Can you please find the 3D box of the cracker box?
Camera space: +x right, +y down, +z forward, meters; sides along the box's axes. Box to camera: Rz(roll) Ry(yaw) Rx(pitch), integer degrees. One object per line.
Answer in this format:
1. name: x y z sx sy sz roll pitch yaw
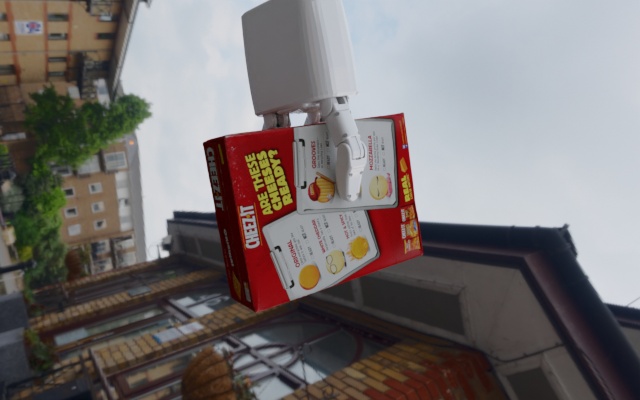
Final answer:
1. cracker box: 0.000 0.002 0.501 0.213 0.164 0.072 -13 8 -31
